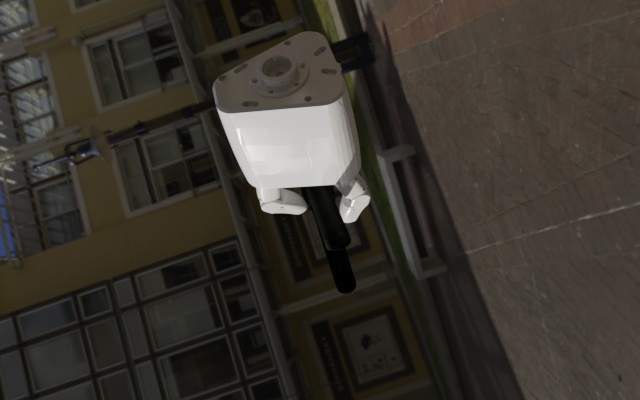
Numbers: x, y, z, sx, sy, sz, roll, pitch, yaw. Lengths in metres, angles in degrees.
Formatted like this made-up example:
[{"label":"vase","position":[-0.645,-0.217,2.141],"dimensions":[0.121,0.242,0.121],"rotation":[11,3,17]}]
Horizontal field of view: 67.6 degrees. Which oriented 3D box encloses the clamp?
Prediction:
[{"label":"clamp","position":[-0.001,0.002,0.558],"dimensions":[0.036,0.209,0.165],"rotation":[-17,-34,-3]}]
